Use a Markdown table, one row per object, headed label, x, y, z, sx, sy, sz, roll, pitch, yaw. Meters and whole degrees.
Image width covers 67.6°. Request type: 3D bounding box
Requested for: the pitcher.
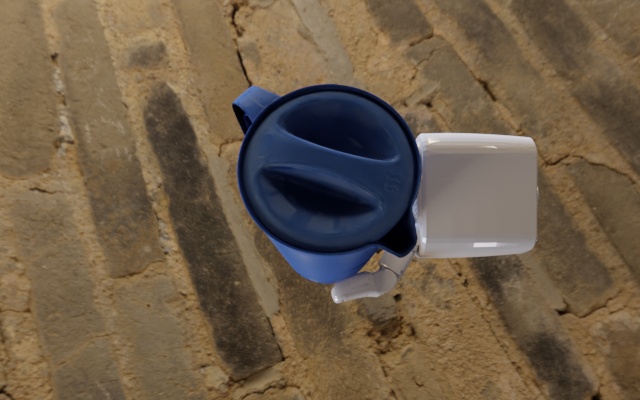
| label | x | y | z | sx | sy | sz | roll | pitch | yaw |
| --- | --- | --- | --- | --- | --- | --- | --- | --- | --- |
| pitcher | 0.000 | 0.002 | 0.453 | 0.145 | 0.149 | 0.243 | -1 | -18 | 0 |
